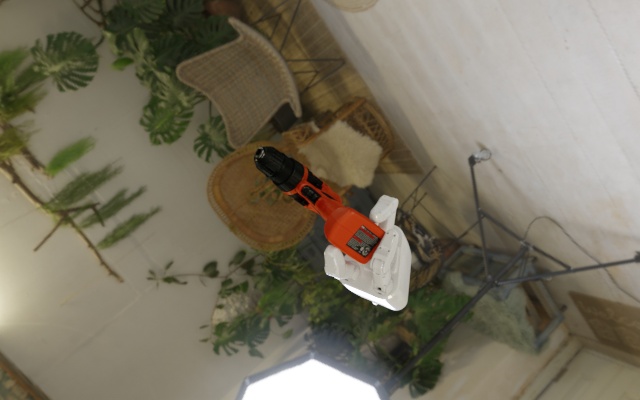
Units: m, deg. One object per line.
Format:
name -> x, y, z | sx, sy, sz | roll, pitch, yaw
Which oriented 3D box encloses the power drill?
power drill -> 0.000, 0.003, 0.690 | 0.184, 0.057, 0.187 | 34, 8, -41
